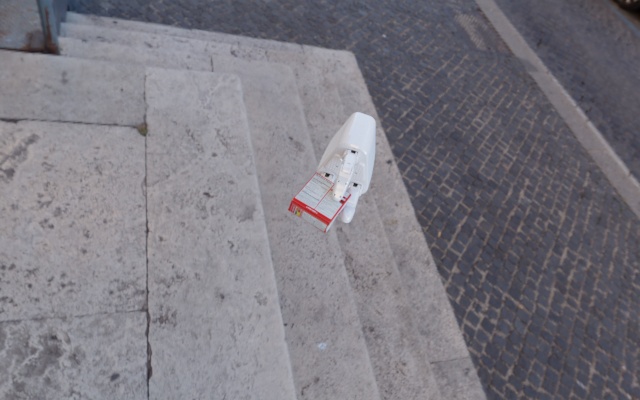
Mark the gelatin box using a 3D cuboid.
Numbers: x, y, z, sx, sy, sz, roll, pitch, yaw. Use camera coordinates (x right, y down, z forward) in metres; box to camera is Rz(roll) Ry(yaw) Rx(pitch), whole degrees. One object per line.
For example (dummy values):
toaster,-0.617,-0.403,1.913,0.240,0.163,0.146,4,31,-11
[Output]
gelatin box,0.000,0.002,0.790,0.073,0.030,0.089,31,44,7
